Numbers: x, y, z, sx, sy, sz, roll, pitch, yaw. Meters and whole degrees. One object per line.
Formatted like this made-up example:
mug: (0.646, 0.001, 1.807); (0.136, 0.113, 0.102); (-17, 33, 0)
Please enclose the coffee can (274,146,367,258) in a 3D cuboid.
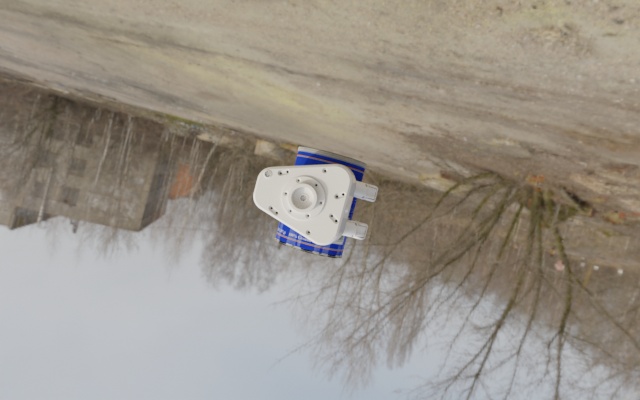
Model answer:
coffee can: (0.000, 0.002, 0.695); (0.103, 0.140, 0.103); (15, 1, 0)
